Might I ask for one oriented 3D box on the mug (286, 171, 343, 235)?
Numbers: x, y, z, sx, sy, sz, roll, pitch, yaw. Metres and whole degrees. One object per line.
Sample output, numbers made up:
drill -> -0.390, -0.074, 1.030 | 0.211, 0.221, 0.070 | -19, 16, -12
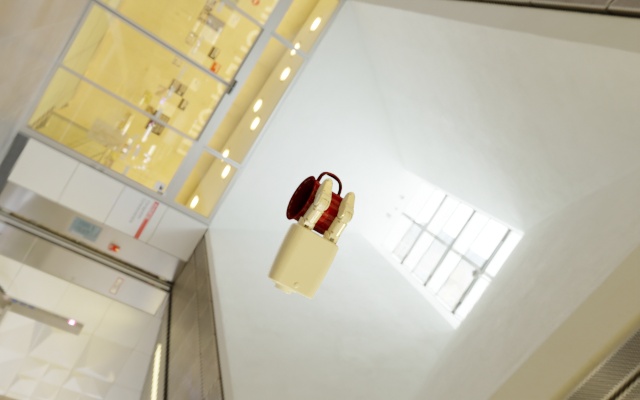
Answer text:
mug -> 0.001, 0.002, 0.891 | 0.081, 0.117, 0.093 | 31, -9, -22
